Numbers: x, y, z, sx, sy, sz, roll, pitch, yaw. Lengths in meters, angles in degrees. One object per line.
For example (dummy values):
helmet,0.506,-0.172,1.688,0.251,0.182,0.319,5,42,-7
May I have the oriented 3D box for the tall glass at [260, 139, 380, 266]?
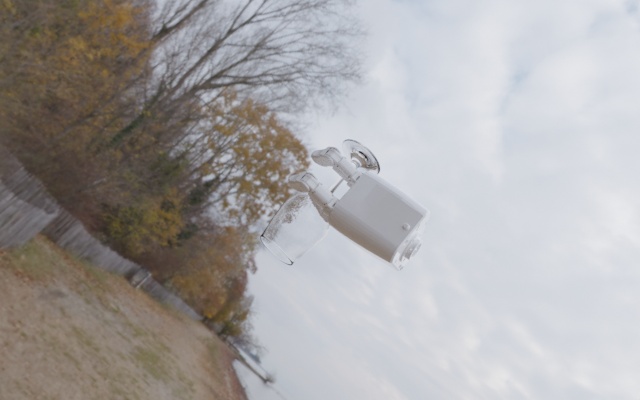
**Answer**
tall glass,0.000,0.002,0.708,0.201,0.079,0.079,-47,20,-19
